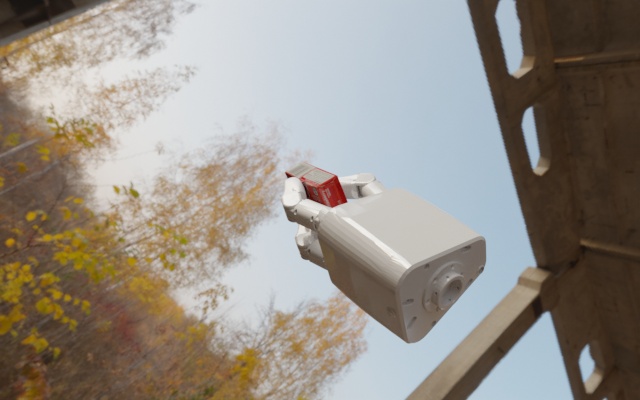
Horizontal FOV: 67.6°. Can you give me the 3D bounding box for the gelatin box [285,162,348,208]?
[{"bbox_3d":[0.000,0.001,0.533,0.030,0.073,0.089,-30,26,-17],"label":"gelatin box"}]
